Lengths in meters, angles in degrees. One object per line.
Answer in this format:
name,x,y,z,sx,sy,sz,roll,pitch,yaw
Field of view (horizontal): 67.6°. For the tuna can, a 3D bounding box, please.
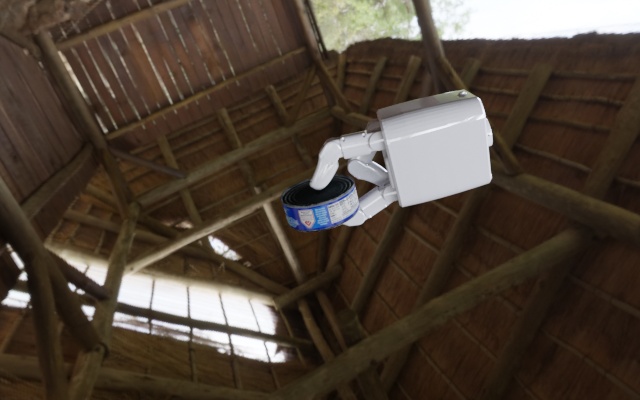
tuna can,0.000,0.002,0.543,0.086,0.034,0.086,-12,22,5
